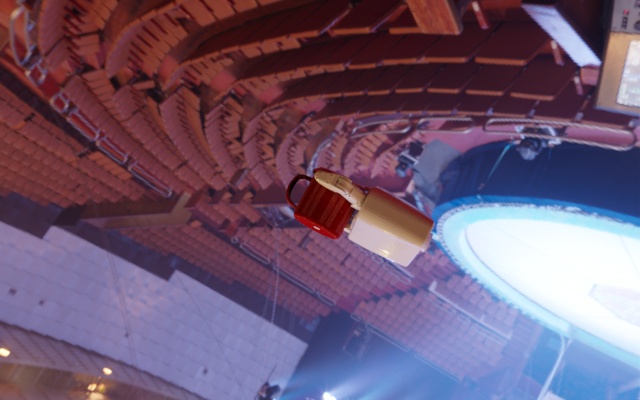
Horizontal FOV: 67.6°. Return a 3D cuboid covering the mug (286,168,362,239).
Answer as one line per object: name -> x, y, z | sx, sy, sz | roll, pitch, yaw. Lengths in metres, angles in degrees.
mug -> -0.001, 0.002, 0.747 | 0.117, 0.081, 0.093 | 27, -10, 8
